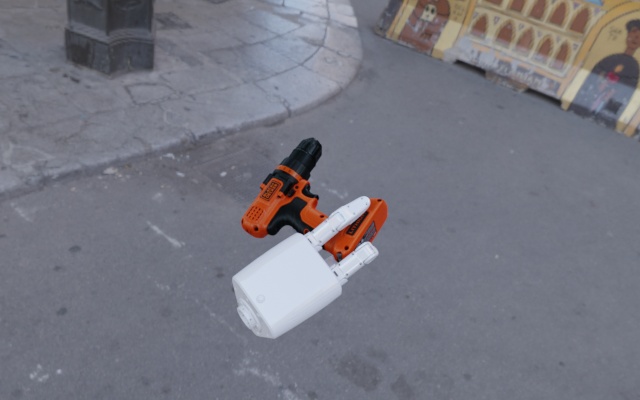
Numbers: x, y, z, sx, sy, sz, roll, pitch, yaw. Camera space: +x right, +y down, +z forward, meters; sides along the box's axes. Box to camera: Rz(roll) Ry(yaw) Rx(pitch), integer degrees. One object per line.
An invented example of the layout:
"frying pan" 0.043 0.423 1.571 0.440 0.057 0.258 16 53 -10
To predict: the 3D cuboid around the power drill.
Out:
"power drill" 0.000 0.003 0.701 0.187 0.184 0.057 24 -20 28
